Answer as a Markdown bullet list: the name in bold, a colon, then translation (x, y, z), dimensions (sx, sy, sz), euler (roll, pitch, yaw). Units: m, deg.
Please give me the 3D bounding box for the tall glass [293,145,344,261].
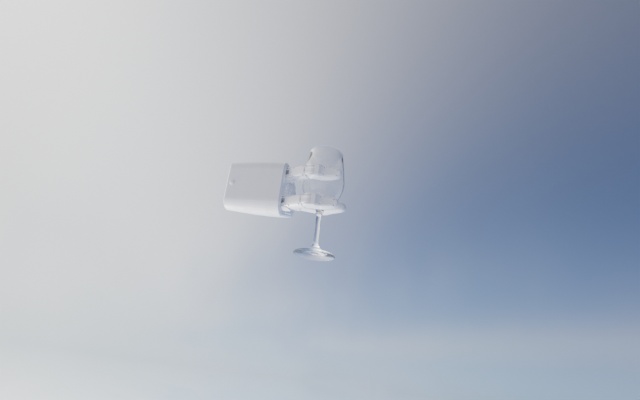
- **tall glass**: translation (0.000, 0.004, 0.864), dimensions (0.079, 0.201, 0.079), euler (7, -21, 3)
